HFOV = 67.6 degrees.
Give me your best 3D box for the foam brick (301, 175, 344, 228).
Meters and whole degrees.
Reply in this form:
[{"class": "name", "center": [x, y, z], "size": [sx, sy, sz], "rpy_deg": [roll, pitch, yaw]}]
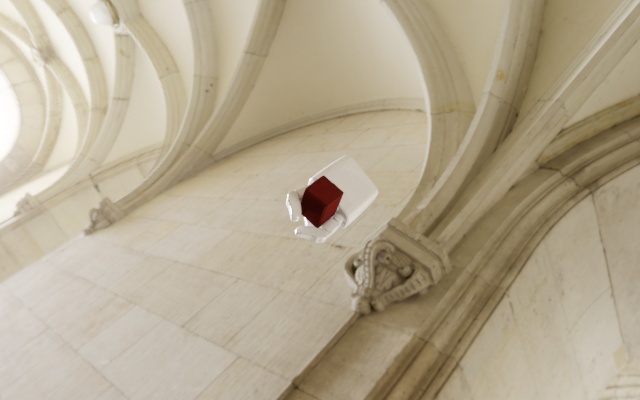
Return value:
[{"class": "foam brick", "center": [0.000, 0.003, 0.882], "size": [0.051, 0.053, 0.078], "rpy_deg": [-38, -18, -32]}]
